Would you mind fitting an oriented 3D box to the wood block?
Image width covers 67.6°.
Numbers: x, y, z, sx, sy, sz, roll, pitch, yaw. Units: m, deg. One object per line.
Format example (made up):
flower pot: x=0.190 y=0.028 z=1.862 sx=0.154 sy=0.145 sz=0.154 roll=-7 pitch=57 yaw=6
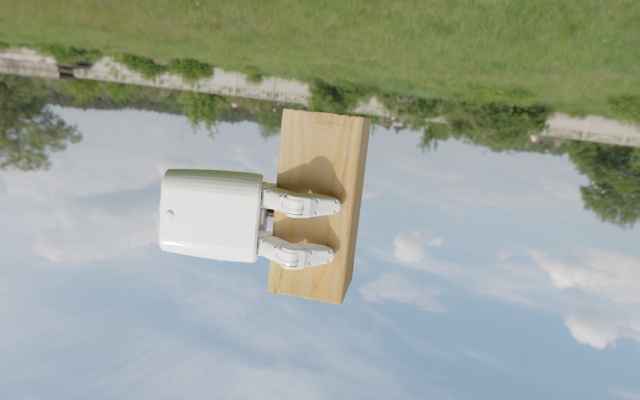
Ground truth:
wood block: x=0.000 y=0.002 z=0.558 sx=0.090 sy=0.206 sz=0.091 roll=8 pitch=11 yaw=9
